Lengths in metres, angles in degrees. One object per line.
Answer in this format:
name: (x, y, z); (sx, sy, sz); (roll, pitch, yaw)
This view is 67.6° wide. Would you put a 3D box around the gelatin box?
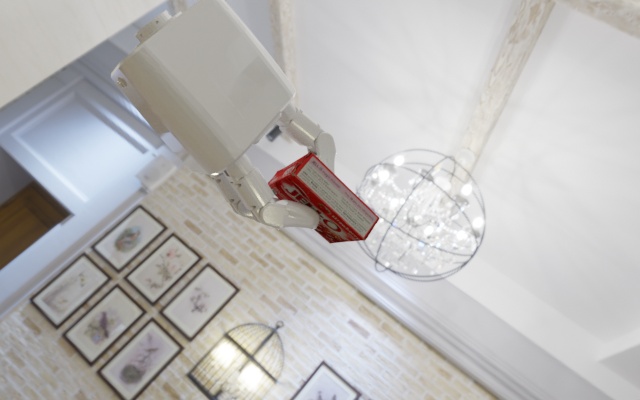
gelatin box: (0.001, 0.001, 0.439); (0.089, 0.030, 0.073); (42, -21, -13)
